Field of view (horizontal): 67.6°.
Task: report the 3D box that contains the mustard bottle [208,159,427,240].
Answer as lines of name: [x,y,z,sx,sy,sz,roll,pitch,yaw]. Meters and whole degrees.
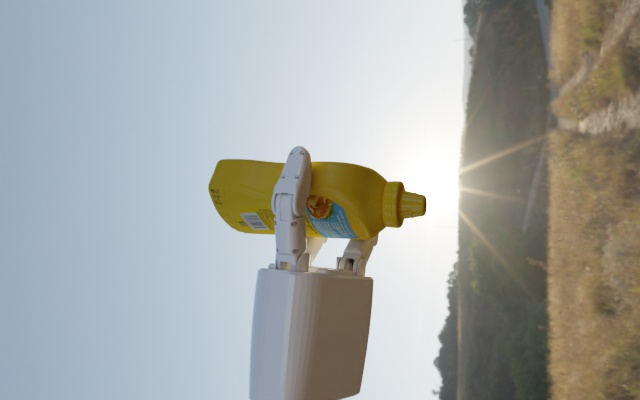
mustard bottle: [0.000,0.001,0.439,0.191,0.058,0.096,3,-32,22]
